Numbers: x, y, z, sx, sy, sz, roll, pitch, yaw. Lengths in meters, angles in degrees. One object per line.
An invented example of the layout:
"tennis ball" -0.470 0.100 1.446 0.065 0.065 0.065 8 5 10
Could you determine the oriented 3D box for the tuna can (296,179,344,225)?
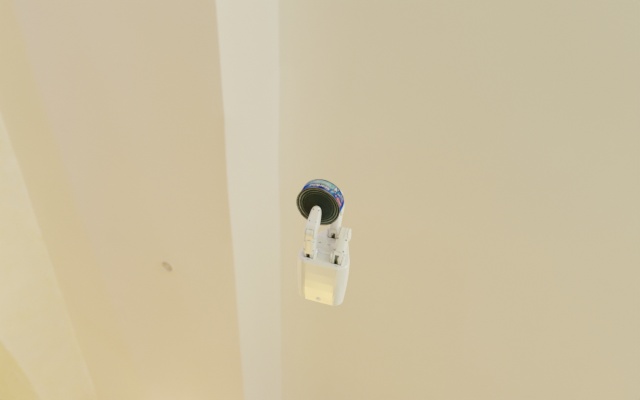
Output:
"tuna can" 0.000 0.003 0.893 0.086 0.086 0.033 0 35 24
